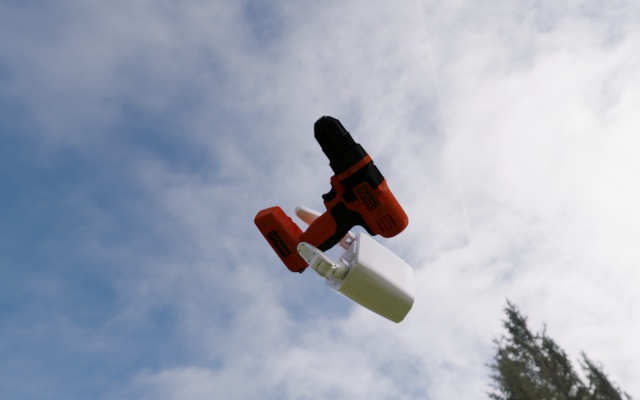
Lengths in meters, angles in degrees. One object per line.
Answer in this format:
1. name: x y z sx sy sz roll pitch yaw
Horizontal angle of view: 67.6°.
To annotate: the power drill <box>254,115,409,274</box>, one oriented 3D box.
1. power drill: 0.000 0.003 0.654 0.188 0.184 0.057 -33 4 26
